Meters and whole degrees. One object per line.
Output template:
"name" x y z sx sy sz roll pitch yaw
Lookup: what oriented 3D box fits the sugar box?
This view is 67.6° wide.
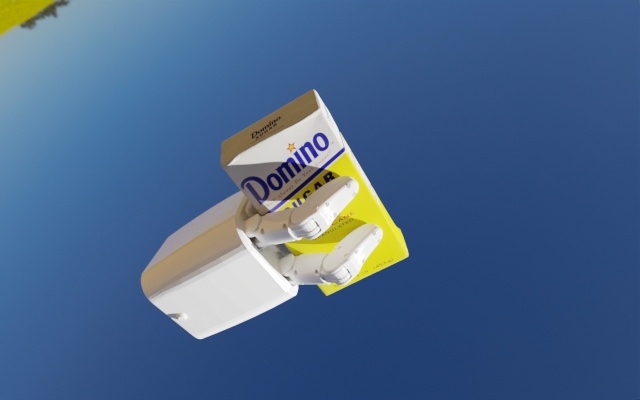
"sugar box" 0.000 0.002 0.422 0.093 0.176 0.048 -29 35 11
